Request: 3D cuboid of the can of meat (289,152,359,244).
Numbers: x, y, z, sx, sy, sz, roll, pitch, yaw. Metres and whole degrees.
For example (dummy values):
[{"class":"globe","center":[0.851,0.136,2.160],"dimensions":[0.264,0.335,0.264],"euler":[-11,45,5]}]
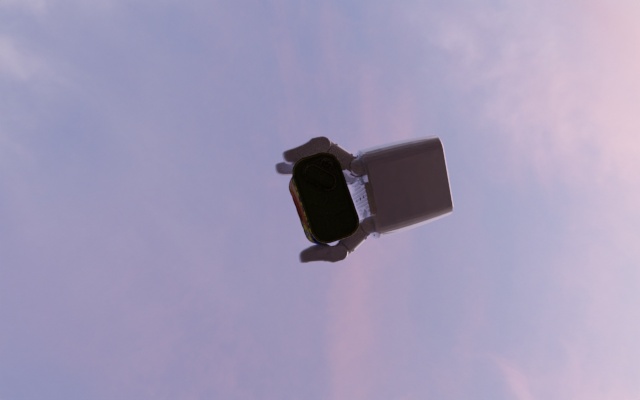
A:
[{"class":"can of meat","center":[0.000,0.002,0.577],"dimensions":[0.057,0.102,0.084],"euler":[-18,-5,-11]}]
